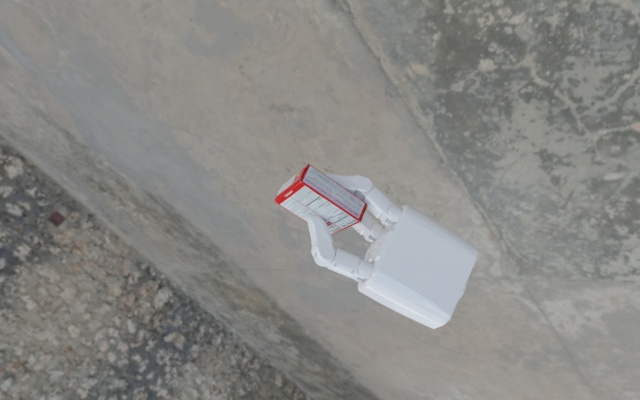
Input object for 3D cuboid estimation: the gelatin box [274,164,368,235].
[{"bbox_3d":[0.000,0.002,0.571,0.089,0.030,0.073,33,-31,-16],"label":"gelatin box"}]
